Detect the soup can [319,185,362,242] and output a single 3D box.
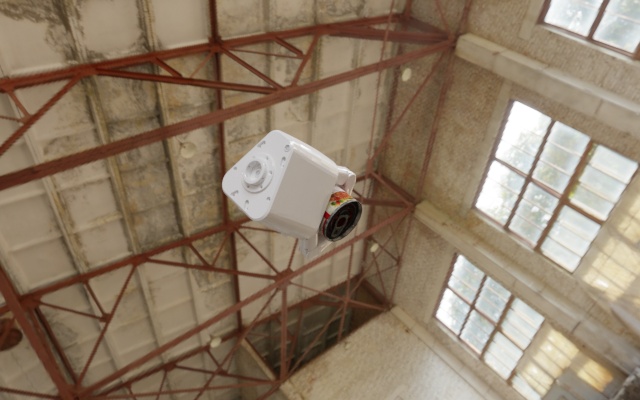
[{"bbox_3d":[0.000,0.002,0.680,0.068,0.068,0.102,0,32,-49],"label":"soup can"}]
